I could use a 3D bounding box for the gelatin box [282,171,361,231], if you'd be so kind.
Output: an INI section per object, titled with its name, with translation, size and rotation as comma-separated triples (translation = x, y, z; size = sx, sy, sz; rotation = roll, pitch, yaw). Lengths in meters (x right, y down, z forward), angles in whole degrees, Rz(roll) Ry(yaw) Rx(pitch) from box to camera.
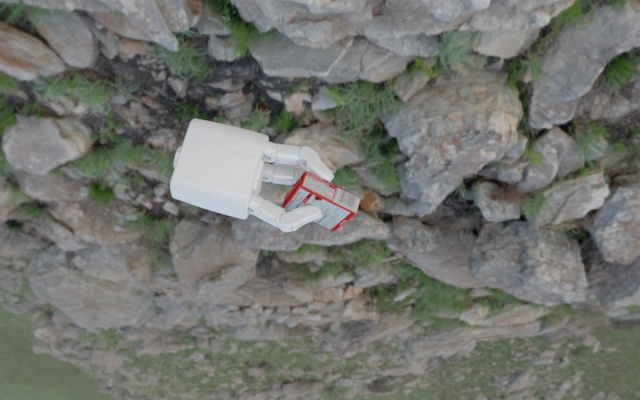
[gelatin box]
translation = 0.000, 0.003, 0.665
size = 0.089, 0.030, 0.073
rotation = 26, -31, -11
